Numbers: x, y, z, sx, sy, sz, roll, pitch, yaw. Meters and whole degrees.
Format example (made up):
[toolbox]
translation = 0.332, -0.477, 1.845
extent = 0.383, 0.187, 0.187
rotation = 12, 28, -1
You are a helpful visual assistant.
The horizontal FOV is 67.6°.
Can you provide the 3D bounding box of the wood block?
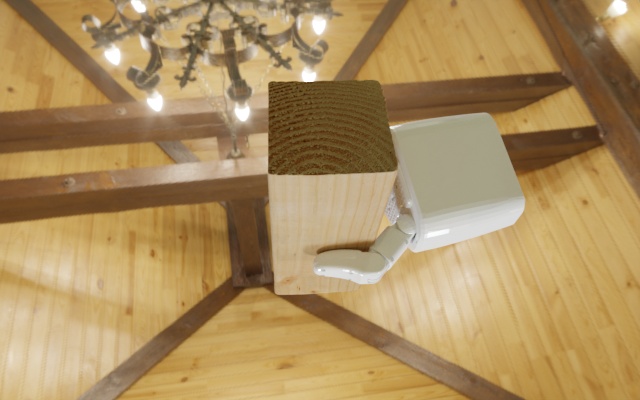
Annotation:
[wood block]
translation = 0.000, 0.002, 0.426
extent = 0.090, 0.090, 0.206
rotation = -2, -33, -5
